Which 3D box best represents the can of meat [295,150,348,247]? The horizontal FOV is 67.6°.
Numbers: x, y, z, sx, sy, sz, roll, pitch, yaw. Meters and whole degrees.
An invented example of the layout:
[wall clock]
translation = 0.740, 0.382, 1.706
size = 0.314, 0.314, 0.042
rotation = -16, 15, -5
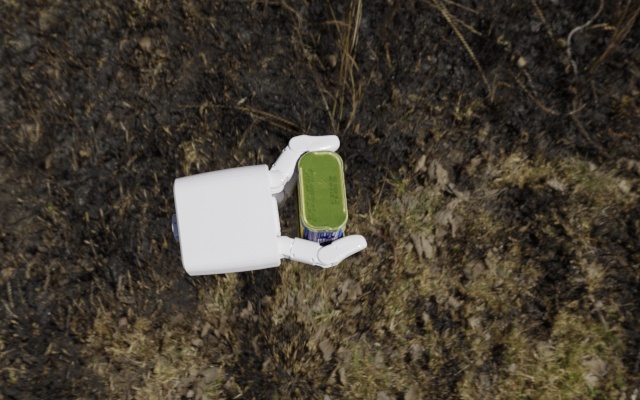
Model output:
[can of meat]
translation = 0.000, 0.002, 0.565
size = 0.057, 0.102, 0.084
rotation = -4, -20, -4
